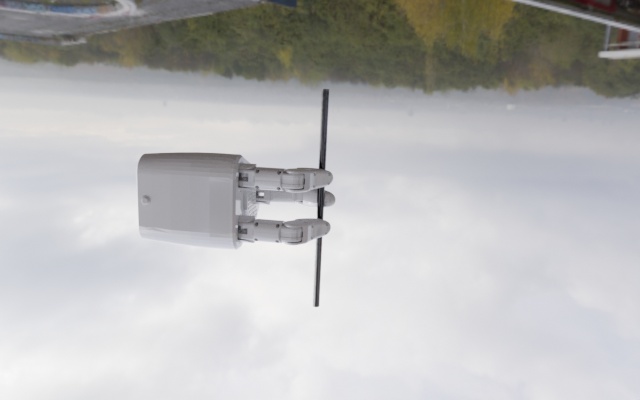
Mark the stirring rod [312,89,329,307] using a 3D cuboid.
[{"bbox_3d":[0.000,0.002,0.521,0.011,0.239,0.011,2,11,0],"label":"stirring rod"}]
